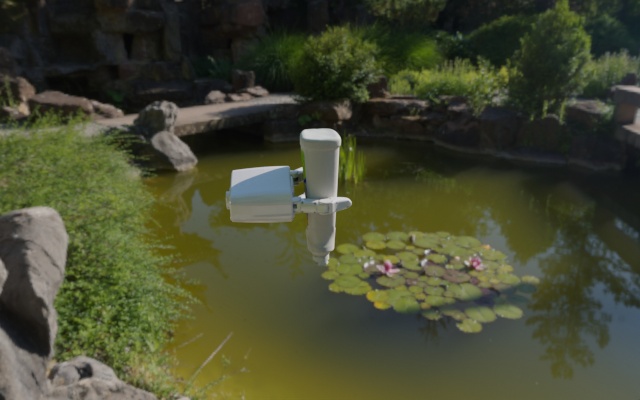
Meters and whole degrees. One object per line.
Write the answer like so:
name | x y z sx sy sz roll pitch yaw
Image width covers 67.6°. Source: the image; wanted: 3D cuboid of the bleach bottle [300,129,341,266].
bleach bottle | 0.000 0.003 0.862 0.068 0.251 0.102 -3 19 -5
